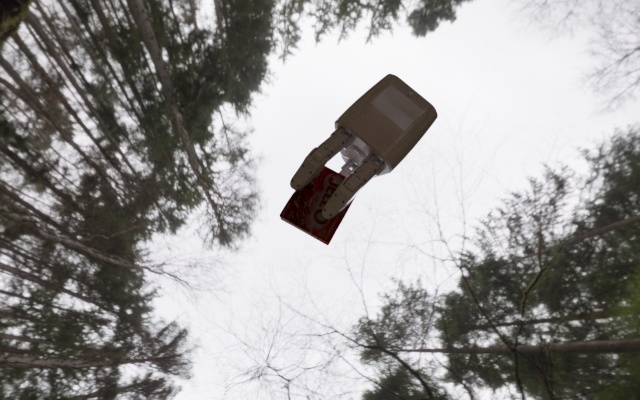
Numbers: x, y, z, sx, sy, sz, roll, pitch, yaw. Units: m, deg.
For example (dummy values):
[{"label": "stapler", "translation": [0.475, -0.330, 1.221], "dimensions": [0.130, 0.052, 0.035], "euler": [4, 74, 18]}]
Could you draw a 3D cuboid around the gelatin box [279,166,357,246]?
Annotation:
[{"label": "gelatin box", "translation": [0.000, 0.002, 0.617], "dimensions": [0.073, 0.089, 0.030], "euler": [29, -11, 5]}]
